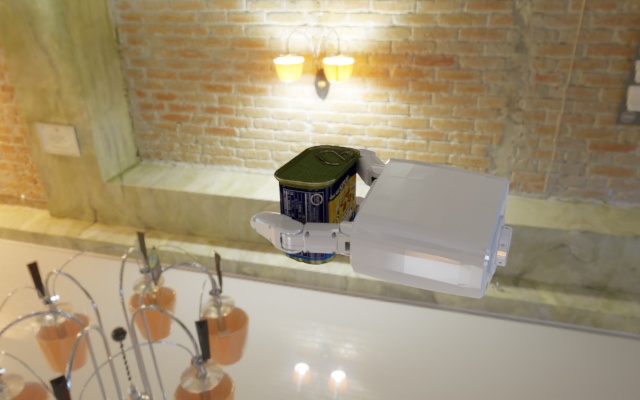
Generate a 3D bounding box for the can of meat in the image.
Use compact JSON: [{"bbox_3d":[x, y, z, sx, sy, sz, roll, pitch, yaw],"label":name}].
[{"bbox_3d":[0.000,0.002,0.462,0.057,0.084,0.102,8,26,21],"label":"can of meat"}]
